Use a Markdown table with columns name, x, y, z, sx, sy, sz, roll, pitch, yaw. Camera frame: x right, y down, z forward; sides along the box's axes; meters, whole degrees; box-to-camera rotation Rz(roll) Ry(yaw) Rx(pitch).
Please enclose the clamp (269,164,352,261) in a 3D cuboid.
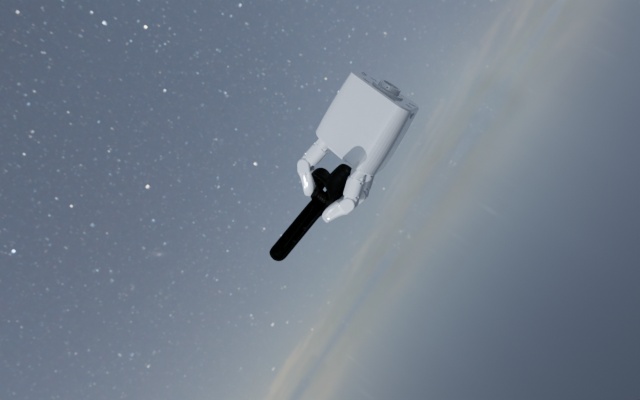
| name | x | y | z | sx | sy | sz | roll | pitch | yaw |
| --- | --- | --- | --- | --- | --- | --- | --- | --- | --- |
| clamp | 0.000 | 0.002 | 0.734 | 0.036 | 0.165 | 0.210 | 37 | 24 | 9 |
